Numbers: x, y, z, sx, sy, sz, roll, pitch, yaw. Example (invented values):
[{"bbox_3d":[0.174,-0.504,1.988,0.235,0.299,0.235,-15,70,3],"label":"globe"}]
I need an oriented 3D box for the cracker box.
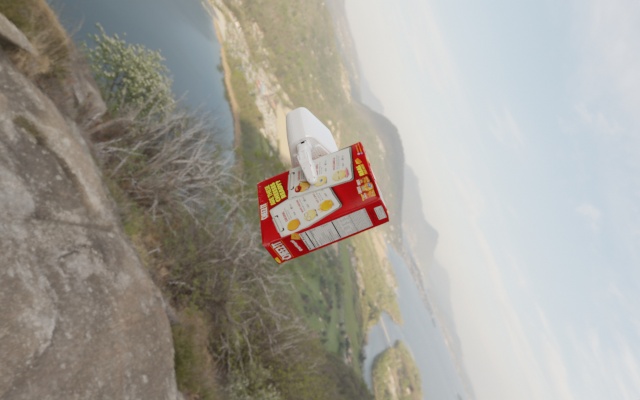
[{"bbox_3d":[0.000,0.003,0.856,0.214,0.164,0.072,-22,-48,9],"label":"cracker box"}]
